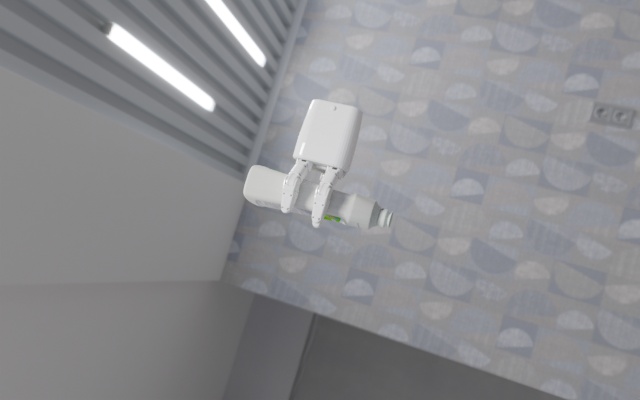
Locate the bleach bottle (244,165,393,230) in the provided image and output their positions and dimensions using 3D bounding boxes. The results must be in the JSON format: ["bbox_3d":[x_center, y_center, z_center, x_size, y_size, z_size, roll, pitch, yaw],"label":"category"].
[{"bbox_3d":[0.000,0.003,0.821,0.251,0.068,0.102,15,-6,15],"label":"bleach bottle"}]
